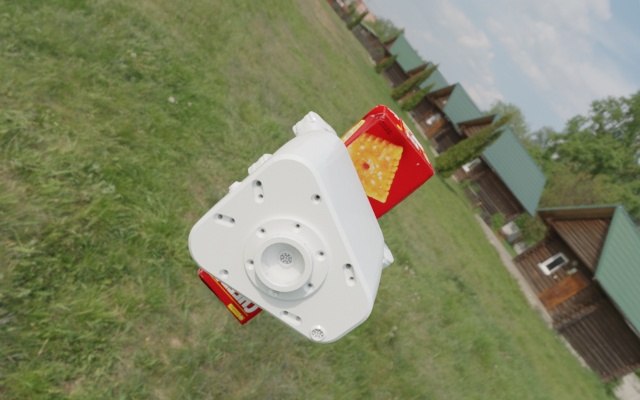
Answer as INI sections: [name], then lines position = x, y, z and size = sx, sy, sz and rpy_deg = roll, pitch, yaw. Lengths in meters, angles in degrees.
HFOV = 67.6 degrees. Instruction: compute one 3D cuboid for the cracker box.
[cracker box]
position = 0.000, 0.002, 0.463
size = 0.214, 0.072, 0.164
rpy_deg = -39, 6, 15
